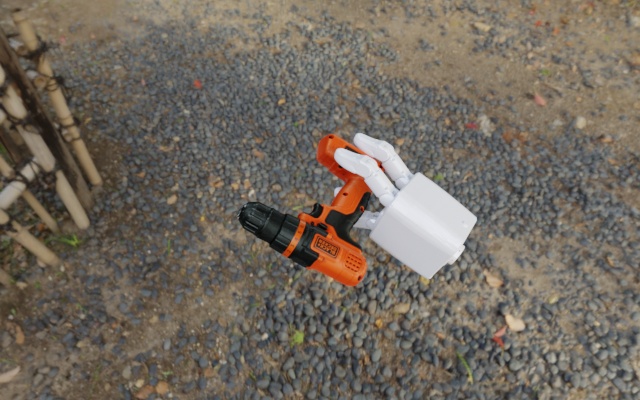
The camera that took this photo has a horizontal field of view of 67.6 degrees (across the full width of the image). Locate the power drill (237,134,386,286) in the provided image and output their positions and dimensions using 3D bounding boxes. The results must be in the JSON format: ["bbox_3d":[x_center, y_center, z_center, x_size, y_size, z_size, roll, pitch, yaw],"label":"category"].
[{"bbox_3d":[0.001,0.002,0.656,0.184,0.187,0.057,30,-28,-11],"label":"power drill"}]
